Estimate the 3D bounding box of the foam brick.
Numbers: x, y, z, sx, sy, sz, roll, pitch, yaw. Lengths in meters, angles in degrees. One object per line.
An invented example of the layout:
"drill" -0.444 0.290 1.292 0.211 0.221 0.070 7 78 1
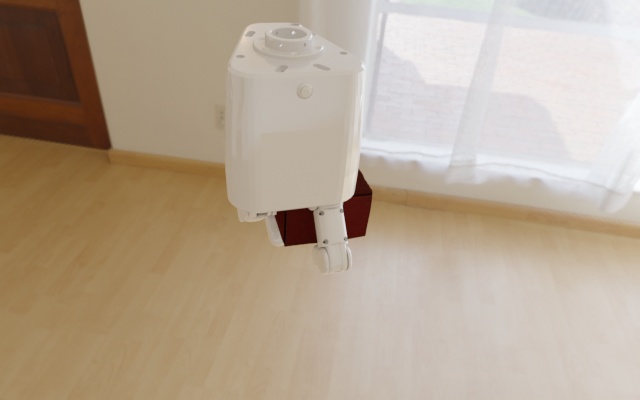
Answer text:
"foam brick" 0.000 0.001 0.423 0.078 0.051 0.053 -6 39 -15
